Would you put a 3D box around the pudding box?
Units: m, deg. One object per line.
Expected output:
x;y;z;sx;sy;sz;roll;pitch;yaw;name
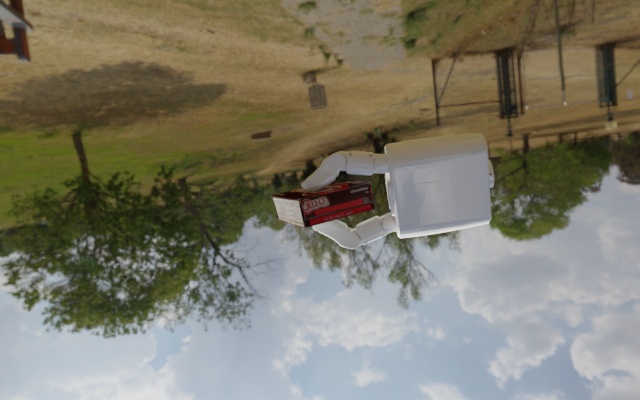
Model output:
0.000;0.002;0.578;0.090;0.039;0.113;-13;5;-21;pudding box
